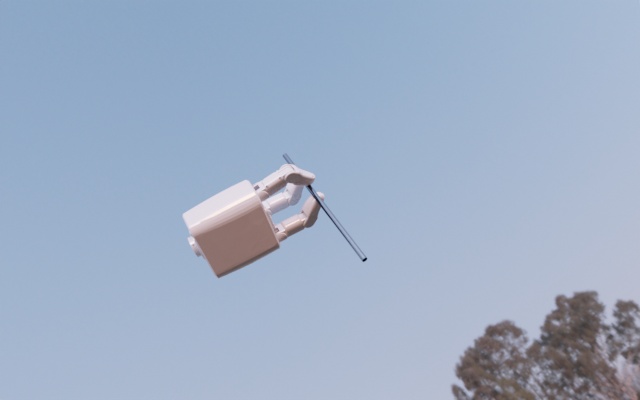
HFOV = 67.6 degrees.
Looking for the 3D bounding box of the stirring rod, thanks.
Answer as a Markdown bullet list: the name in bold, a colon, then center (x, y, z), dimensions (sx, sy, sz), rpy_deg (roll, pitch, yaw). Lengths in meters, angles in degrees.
- **stirring rod**: center (0.000, 0.002, 0.697), dimensions (0.011, 0.011, 0.239), rpy_deg (0, 39, -38)
